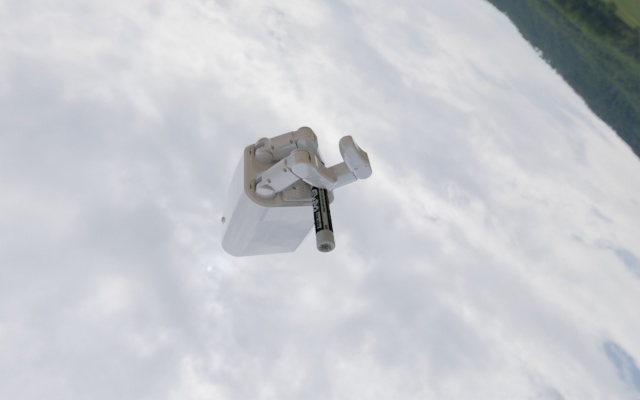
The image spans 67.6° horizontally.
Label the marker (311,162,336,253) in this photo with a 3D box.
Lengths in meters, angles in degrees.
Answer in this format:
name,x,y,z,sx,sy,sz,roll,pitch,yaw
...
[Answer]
name,x,y,z,sx,sy,sz,roll,pitch,yaw
marker,0.000,0.002,0.509,0.020,0.121,0.020,-4,-42,-4
